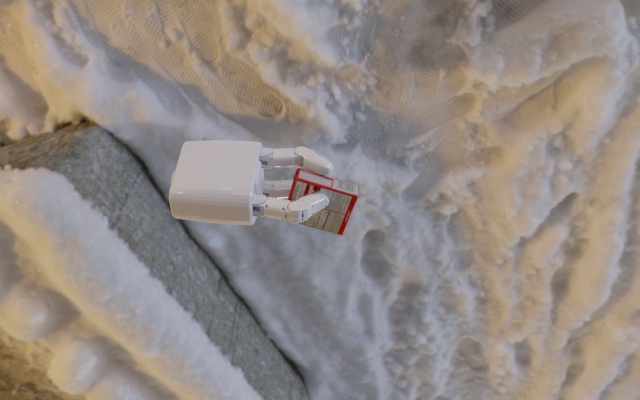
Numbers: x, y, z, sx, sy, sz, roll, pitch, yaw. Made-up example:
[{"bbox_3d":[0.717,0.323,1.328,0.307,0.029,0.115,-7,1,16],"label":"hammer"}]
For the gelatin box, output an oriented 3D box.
[{"bbox_3d":[0.000,0.002,0.653,0.089,0.073,0.030,16,36,-4],"label":"gelatin box"}]
